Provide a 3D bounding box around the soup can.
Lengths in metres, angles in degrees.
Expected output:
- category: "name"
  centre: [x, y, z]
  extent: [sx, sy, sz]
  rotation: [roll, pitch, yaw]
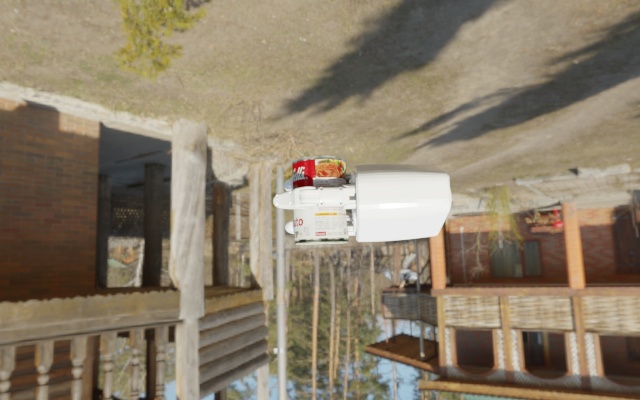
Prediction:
- category: "soup can"
  centre: [0.000, 0.002, 0.588]
  extent: [0.068, 0.102, 0.068]
  rotation: [-2, -7, 0]
